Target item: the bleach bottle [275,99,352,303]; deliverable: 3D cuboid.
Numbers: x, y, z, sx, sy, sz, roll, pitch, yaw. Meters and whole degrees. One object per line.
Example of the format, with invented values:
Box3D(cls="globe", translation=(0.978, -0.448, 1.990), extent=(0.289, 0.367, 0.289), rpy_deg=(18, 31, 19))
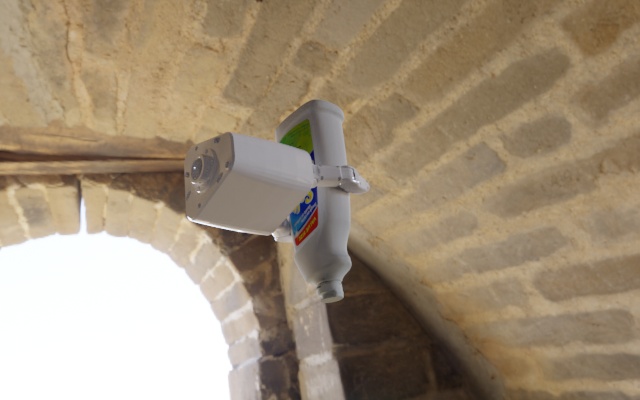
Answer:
Box3D(cls="bleach bottle", translation=(0.000, 0.002, 0.613), extent=(0.068, 0.250, 0.102), rpy_deg=(13, -32, -41))
